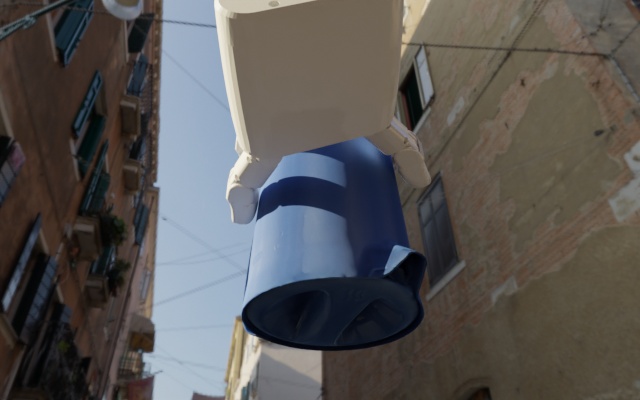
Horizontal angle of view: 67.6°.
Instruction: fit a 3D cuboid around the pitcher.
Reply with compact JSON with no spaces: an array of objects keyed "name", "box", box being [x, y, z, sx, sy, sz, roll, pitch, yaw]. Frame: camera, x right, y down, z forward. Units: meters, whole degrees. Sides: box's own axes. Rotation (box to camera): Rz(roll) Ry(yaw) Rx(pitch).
[{"name":"pitcher","box":[0.000,0.001,0.424,0.149,0.242,0.145,-2,-37,2]}]
